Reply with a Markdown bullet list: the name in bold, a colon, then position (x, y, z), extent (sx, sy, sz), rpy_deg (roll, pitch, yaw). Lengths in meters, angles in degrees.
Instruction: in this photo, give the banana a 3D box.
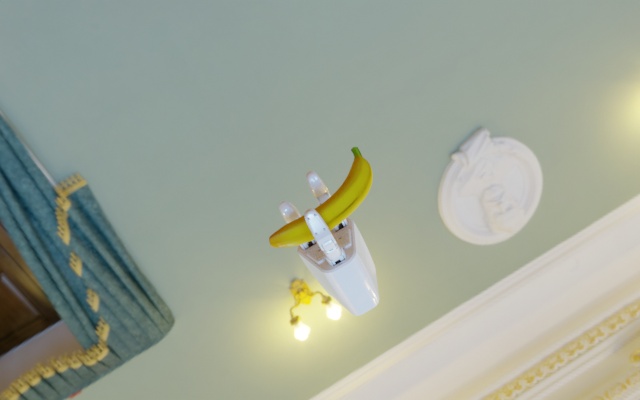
- **banana**: position (0.014, 0.005, 0.675), extent (0.069, 0.197, 0.037), rpy_deg (25, -26, 44)
